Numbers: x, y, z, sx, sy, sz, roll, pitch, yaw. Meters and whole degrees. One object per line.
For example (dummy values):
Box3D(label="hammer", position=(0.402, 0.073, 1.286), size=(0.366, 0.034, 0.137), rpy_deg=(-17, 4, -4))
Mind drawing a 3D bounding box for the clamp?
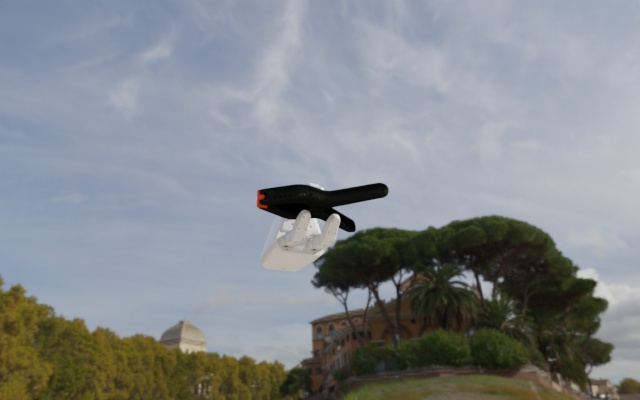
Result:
Box3D(label="clamp", position=(-0.001, 0.002, 0.805), size=(0.210, 0.036, 0.165), rpy_deg=(10, -31, -22))
